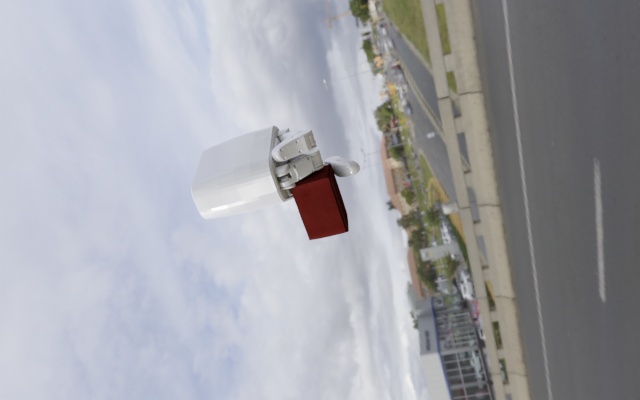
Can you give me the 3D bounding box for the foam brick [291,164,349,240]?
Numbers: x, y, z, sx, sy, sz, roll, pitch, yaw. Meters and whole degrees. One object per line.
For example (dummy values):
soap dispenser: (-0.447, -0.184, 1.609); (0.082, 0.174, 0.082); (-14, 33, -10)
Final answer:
foam brick: (0.000, 0.002, 0.603); (0.051, 0.078, 0.053); (-16, 20, 8)
